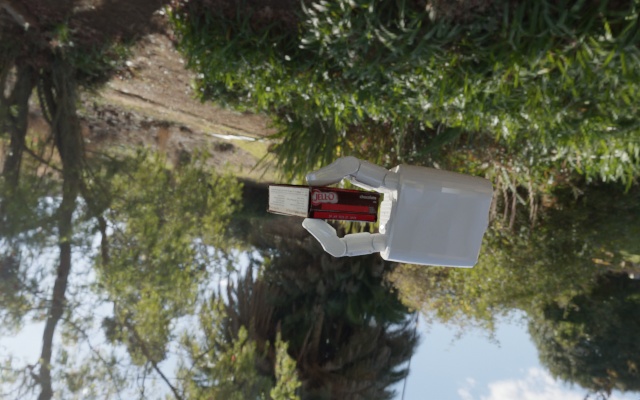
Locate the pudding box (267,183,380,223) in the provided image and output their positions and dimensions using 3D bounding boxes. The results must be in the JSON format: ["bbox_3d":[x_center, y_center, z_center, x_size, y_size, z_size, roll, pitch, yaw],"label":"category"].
[{"bbox_3d":[0.000,0.002,0.552,0.090,0.039,0.113,6,-1,-30],"label":"pudding box"}]
